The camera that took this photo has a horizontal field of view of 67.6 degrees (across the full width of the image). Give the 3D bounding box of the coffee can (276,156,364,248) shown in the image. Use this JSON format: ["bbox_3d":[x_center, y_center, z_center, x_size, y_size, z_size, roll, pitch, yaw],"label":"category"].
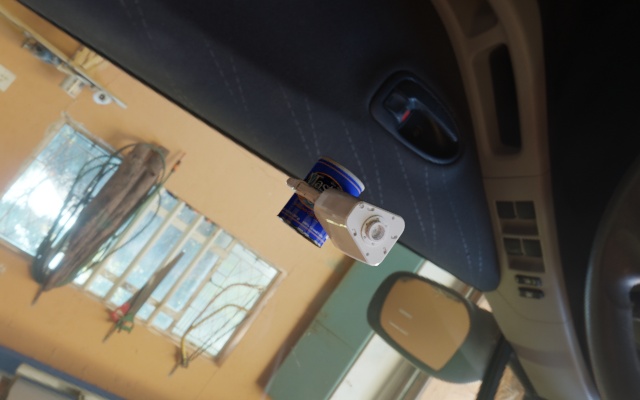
[{"bbox_3d":[0.000,0.003,0.891,0.103,0.140,0.103,36,-7,5],"label":"coffee can"}]
